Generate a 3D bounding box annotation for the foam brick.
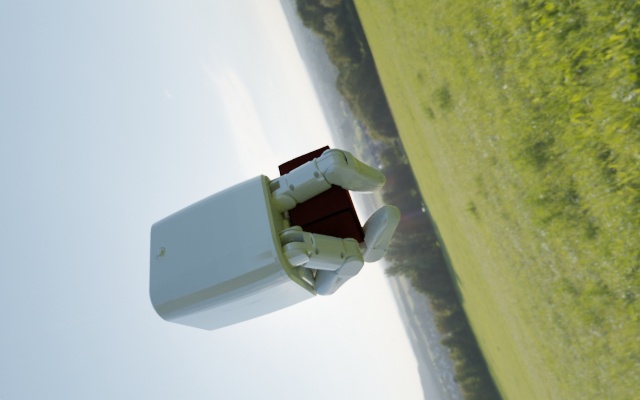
[{"bbox_3d":[0.000,0.001,0.415,0.051,0.078,0.053,-22,-41,6],"label":"foam brick"}]
